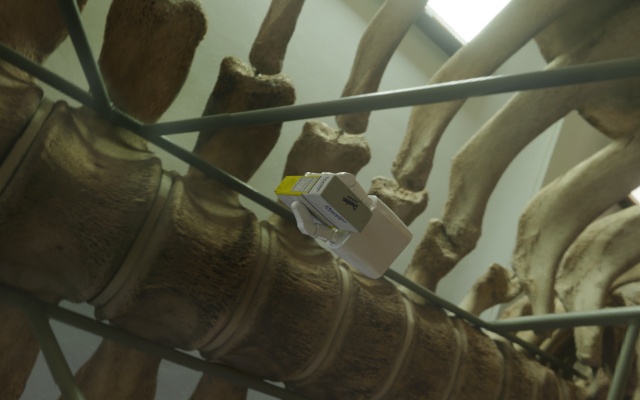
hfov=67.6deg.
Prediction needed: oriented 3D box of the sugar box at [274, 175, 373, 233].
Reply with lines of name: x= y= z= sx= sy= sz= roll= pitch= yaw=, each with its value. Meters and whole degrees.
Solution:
sugar box: x=0.000 y=0.002 z=0.775 sx=0.093 sy=0.048 sz=0.176 roll=43 pitch=-19 yaw=-23
